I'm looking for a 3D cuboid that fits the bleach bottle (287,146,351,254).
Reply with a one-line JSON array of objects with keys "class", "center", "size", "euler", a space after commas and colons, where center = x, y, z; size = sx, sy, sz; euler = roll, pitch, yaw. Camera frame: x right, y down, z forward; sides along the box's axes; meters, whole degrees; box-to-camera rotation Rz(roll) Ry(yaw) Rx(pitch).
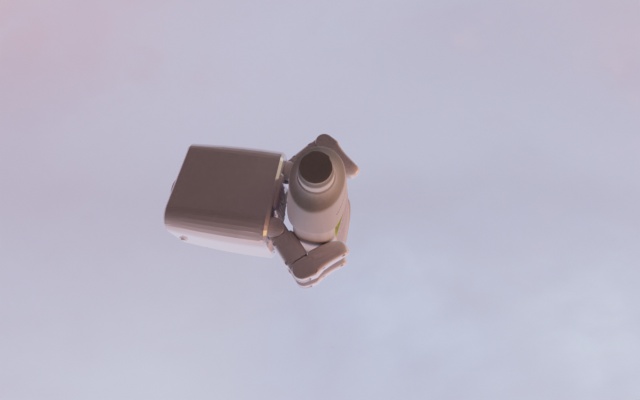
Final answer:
[{"class": "bleach bottle", "center": [0.000, 0.002, 0.507], "size": [0.068, 0.102, 0.251], "euler": [8, -17, 4]}]
